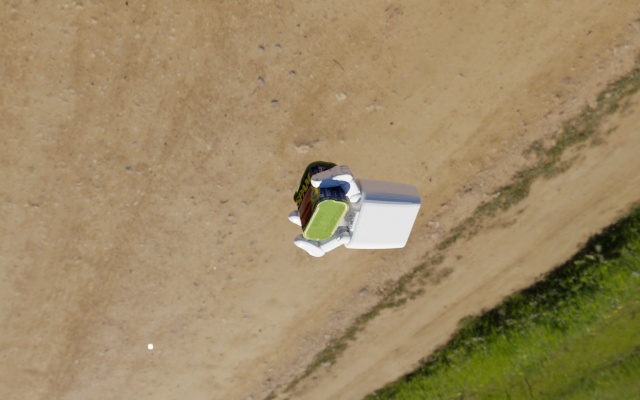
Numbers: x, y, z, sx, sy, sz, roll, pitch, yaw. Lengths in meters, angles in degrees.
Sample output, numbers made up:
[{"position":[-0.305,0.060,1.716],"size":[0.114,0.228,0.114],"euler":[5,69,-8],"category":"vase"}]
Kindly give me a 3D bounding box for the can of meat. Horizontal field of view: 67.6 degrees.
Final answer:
[{"position":[0.000,0.003,0.765],"size":[0.057,0.084,0.102],"euler":[6,-45,-23],"category":"can of meat"}]
